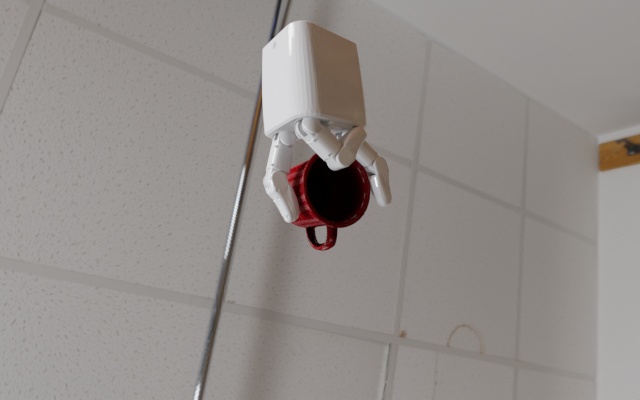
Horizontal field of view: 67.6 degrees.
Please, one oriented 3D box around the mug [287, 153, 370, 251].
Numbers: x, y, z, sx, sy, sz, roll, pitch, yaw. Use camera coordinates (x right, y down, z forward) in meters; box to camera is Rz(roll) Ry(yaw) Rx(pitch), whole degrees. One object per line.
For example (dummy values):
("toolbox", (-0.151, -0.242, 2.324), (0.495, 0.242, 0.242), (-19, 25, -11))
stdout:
("mug", (0.000, 0.003, 0.576), (0.093, 0.117, 0.081), (0, -7, -32))
